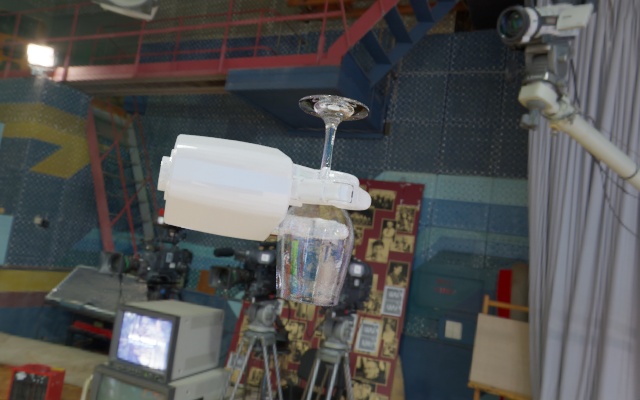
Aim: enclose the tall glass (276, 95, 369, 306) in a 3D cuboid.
[{"bbox_3d":[0.000,0.001,0.484,0.079,0.201,0.079,7,-6,1],"label":"tall glass"}]
